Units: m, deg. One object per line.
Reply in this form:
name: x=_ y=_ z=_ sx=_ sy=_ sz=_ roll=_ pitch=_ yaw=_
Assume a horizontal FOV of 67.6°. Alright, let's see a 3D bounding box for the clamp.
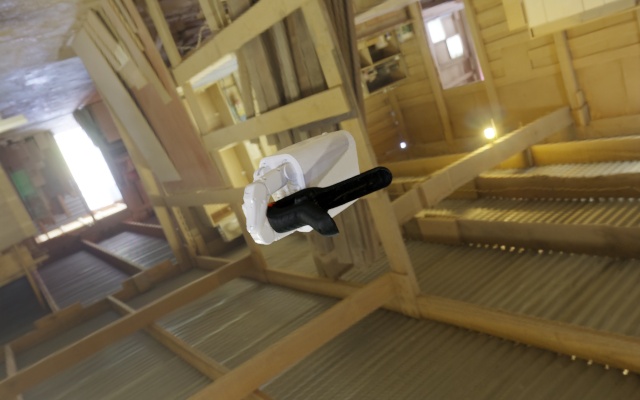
clamp: x=0.000 y=0.002 z=0.554 sx=0.120 sy=0.039 sz=0.171 roll=-30 pitch=17 yaw=-33
